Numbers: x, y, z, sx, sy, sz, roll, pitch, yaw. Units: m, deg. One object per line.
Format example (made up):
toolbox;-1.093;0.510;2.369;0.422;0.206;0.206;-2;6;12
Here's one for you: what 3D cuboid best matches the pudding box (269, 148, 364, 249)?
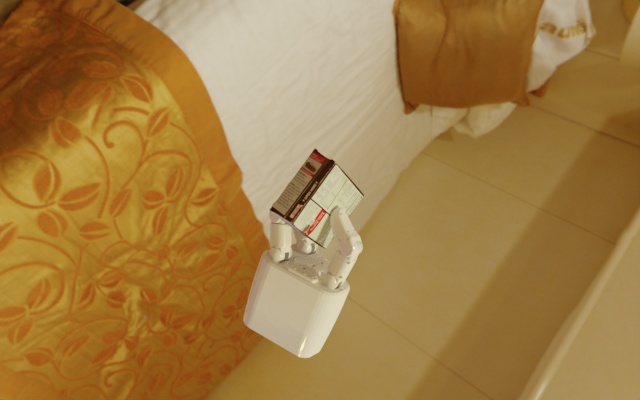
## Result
pudding box;0.000;0.002;0.583;0.039;0.090;0.113;33;-5;28
